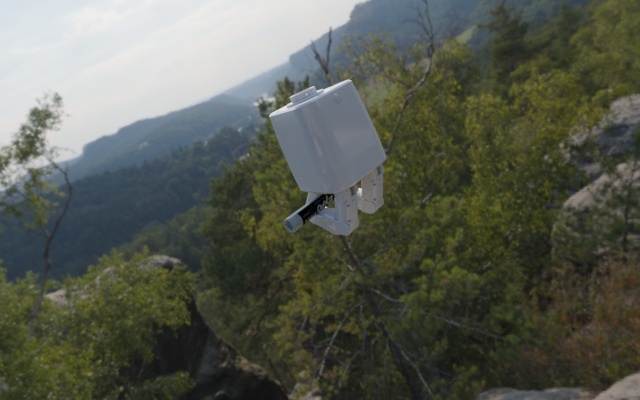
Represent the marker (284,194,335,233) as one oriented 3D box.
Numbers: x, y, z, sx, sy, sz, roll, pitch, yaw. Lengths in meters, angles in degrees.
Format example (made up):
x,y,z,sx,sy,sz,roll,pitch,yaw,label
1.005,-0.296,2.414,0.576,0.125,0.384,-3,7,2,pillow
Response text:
x,y,z,sx,sy,sz,roll,pitch,yaw,label
0.000,0.002,0.605,0.020,0.020,0.121,0,28,45,marker
